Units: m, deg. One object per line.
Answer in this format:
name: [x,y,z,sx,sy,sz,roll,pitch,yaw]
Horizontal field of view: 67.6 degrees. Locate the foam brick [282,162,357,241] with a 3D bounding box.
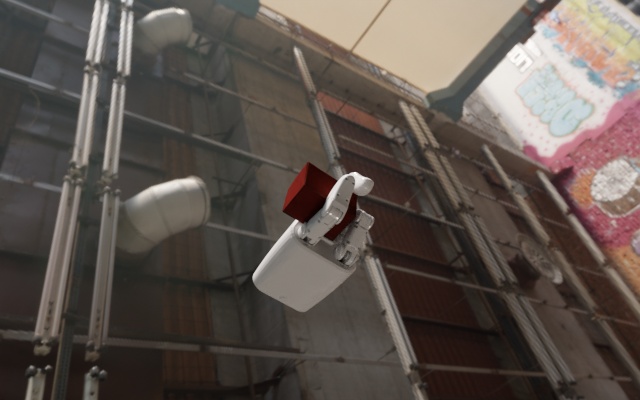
foam brick: [0.000,0.002,0.590,0.078,0.051,0.053,32,33,-16]
